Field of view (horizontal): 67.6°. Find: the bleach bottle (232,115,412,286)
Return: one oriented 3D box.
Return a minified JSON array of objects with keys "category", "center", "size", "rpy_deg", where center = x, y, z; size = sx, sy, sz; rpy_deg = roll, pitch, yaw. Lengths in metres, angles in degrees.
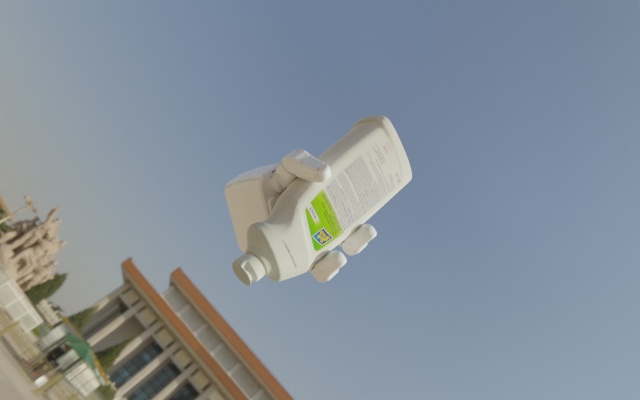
[{"category":"bleach bottle","center":[0.000,0.002,0.543],"size":[0.250,0.102,0.068],"rpy_deg":[-38,19,-32]}]
